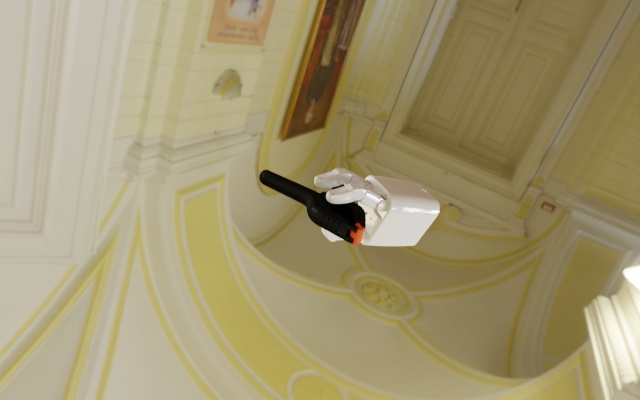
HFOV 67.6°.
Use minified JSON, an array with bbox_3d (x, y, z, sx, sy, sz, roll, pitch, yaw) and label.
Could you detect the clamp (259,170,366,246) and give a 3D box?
[{"bbox_3d":[0.000,0.003,0.762,0.164,0.036,0.210,3,27,-25],"label":"clamp"}]
